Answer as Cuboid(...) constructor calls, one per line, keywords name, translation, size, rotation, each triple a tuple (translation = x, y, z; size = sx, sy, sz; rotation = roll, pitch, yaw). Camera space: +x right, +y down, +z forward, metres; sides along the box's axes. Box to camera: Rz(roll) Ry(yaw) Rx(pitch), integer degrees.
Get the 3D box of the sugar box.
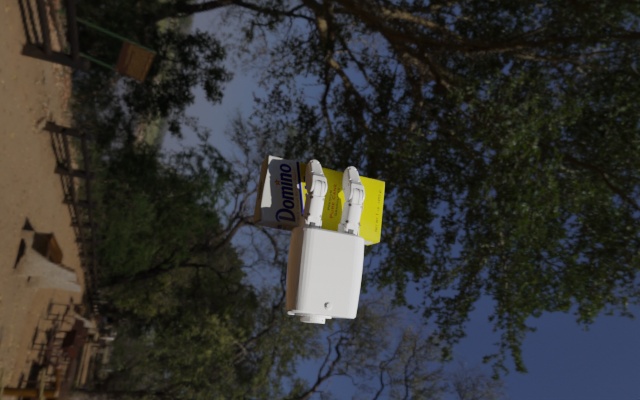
Cuboid(name="sugar box", translation=(0.000, 0.002, 0.670), size=(0.176, 0.093, 0.048), rotation=(11, -15, -20))
